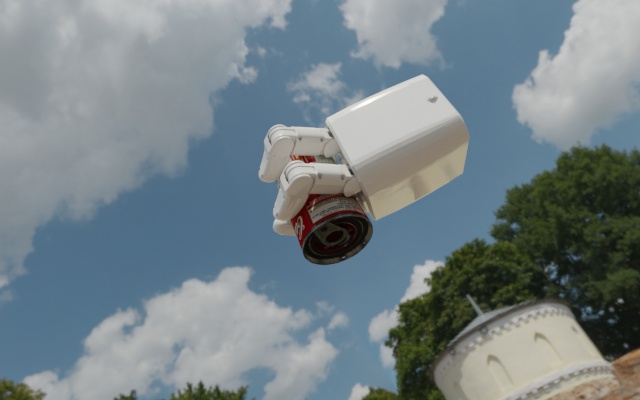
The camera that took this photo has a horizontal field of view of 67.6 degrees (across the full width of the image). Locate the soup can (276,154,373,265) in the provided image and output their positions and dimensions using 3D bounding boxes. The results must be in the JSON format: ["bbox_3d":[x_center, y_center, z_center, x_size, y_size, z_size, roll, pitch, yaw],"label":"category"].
[{"bbox_3d":[0.000,0.002,0.463,0.068,0.102,0.069,-14,-41,-12],"label":"soup can"}]
